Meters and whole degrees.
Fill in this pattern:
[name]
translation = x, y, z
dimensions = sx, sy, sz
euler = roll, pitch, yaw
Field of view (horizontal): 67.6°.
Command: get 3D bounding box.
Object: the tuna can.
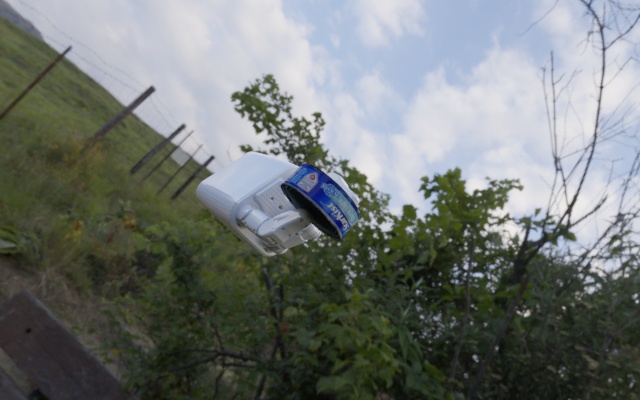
[tuna can]
translation = 0.001, 0.001, 0.505
dimensions = 0.086, 0.033, 0.086
euler = 41, -13, 11
